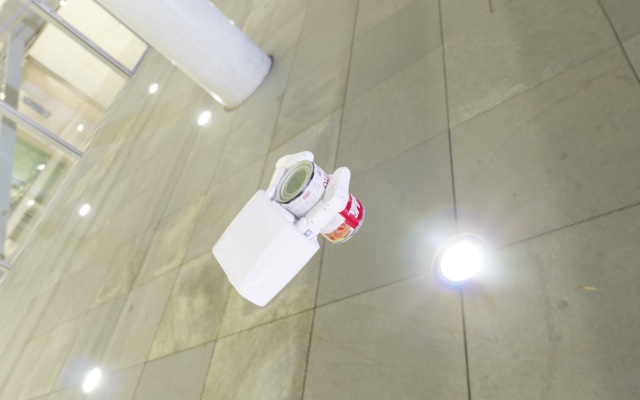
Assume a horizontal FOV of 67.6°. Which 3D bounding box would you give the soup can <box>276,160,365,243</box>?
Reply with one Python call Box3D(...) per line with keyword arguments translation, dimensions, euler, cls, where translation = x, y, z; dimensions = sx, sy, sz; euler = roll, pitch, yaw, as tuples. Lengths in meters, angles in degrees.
Box3D(translation=(0.000, 0.002, 0.626), dimensions=(0.102, 0.068, 0.068), euler=(39, -23, -31), cls="soup can")
